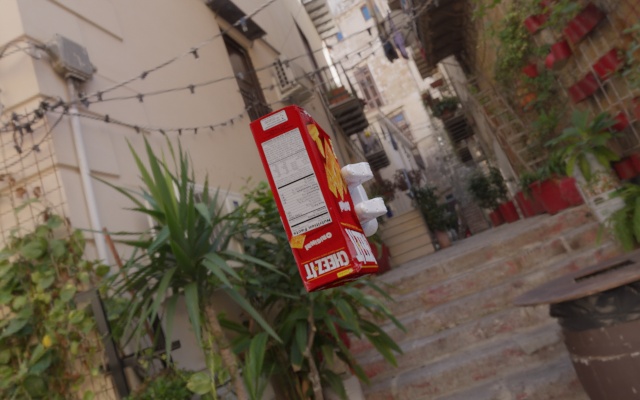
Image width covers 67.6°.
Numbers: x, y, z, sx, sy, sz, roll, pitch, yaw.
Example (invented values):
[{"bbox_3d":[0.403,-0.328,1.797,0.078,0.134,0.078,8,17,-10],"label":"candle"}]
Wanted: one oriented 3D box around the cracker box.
[{"bbox_3d":[0.000,0.002,0.616,0.072,0.213,0.164,-23,-12,12],"label":"cracker box"}]
